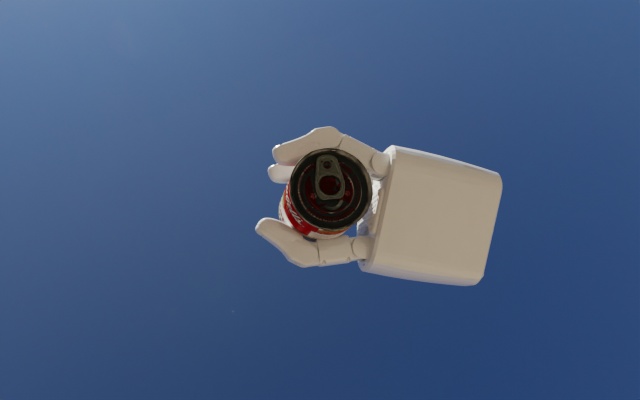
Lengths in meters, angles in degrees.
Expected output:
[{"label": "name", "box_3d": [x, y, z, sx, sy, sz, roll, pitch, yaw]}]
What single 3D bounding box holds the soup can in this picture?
[{"label": "soup can", "box_3d": [0.000, 0.001, 0.426, 0.068, 0.068, 0.102, 0, -13, -10]}]
